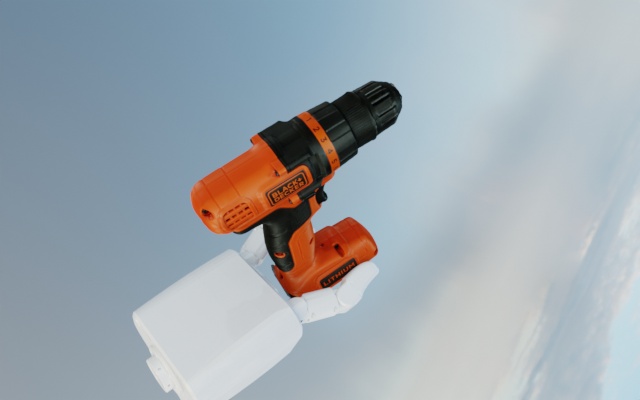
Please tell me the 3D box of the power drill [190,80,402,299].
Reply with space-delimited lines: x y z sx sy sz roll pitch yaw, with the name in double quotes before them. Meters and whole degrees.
"power drill" 0.000 0.002 0.424 0.184 0.057 0.188 -31 -39 -8
